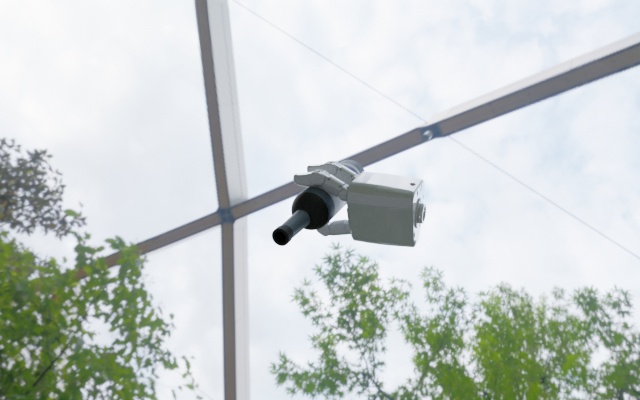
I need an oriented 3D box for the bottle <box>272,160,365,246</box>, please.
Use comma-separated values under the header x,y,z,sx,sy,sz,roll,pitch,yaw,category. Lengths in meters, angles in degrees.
x,y,z,sx,sy,sz,roll,pitch,yaw,category
0.000,0.003,0.802,0.069,0.069,0.295,0,20,25,bottle
